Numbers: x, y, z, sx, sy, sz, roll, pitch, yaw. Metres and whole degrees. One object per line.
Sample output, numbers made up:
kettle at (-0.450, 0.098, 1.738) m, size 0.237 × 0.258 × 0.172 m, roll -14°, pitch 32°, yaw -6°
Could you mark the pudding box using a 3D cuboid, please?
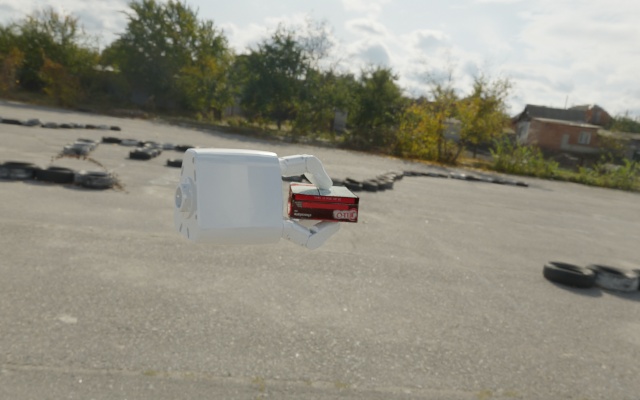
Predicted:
pudding box at (0.000, 0.002, 0.659) m, size 0.090 × 0.039 × 0.113 m, roll 5°, pitch 10°, yaw -6°
